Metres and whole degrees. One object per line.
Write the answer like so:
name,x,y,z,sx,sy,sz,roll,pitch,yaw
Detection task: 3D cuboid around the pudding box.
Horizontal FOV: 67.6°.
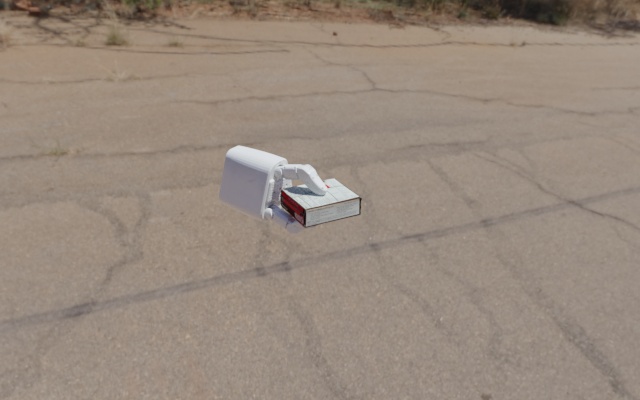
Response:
pudding box,0.000,0.002,0.816,0.113,0.039,0.090,-14,31,-27
